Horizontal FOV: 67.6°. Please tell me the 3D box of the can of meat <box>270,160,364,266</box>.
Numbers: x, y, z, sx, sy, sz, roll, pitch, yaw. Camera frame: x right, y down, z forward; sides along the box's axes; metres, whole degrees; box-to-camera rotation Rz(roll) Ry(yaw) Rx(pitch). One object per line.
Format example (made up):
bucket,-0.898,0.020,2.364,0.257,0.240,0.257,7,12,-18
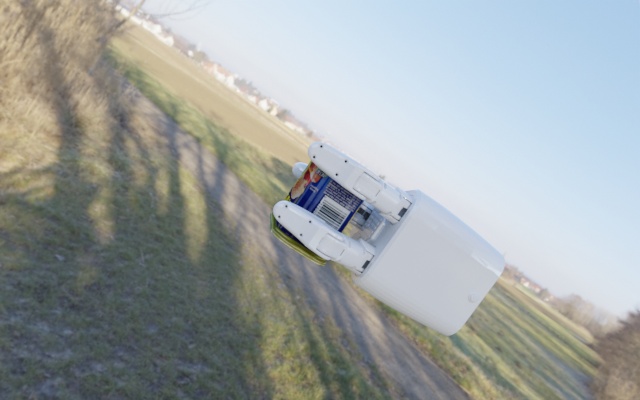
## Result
can of meat,0.000,0.001,0.441,0.057,0.084,0.102,34,5,-10
